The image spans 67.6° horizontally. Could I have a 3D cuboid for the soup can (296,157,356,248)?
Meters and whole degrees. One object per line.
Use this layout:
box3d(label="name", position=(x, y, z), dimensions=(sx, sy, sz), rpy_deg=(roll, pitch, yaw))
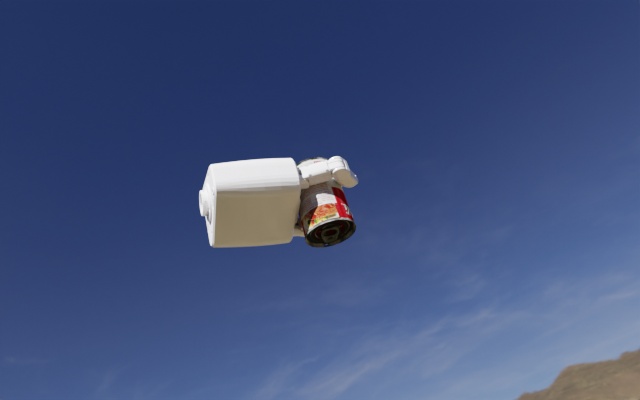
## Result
box3d(label="soup can", position=(0.001, 0.002, 0.635), dimensions=(0.068, 0.102, 0.068), rpy_deg=(-13, -32, -8))
